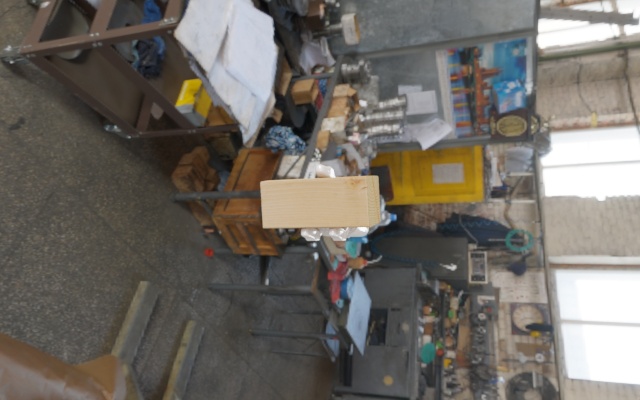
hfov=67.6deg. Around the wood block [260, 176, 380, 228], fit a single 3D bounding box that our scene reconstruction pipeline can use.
[{"bbox_3d":[0.000,0.003,0.898,0.206,0.091,0.090,-2,3,20],"label":"wood block"}]
